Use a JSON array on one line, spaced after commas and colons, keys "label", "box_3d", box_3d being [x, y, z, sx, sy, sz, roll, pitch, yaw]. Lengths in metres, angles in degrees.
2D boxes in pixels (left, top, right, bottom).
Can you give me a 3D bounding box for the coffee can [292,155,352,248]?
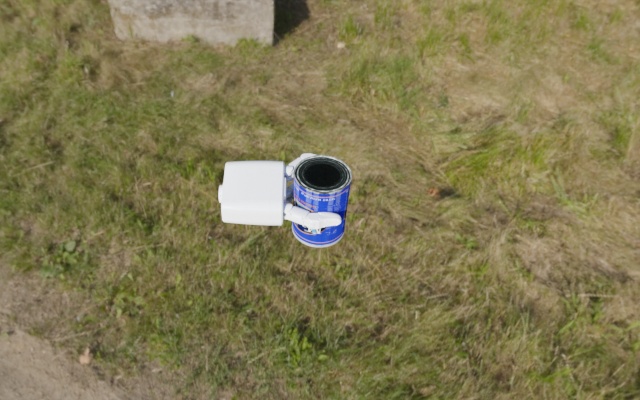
[{"label": "coffee can", "box_3d": [0.000, 0.003, 0.879, 0.103, 0.140, 0.102, 3, 44, -2]}]
